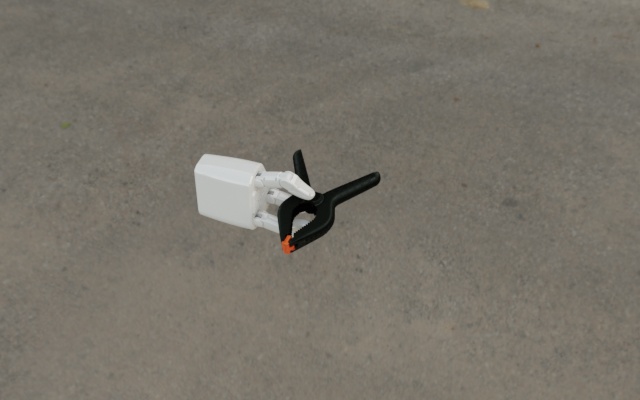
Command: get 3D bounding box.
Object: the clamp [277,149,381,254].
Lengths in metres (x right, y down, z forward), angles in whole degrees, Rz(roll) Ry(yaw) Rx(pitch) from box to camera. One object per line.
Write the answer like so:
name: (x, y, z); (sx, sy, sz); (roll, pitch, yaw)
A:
clamp: (0.000, 0.002, 0.787); (0.164, 0.209, 0.036); (12, -39, 15)
